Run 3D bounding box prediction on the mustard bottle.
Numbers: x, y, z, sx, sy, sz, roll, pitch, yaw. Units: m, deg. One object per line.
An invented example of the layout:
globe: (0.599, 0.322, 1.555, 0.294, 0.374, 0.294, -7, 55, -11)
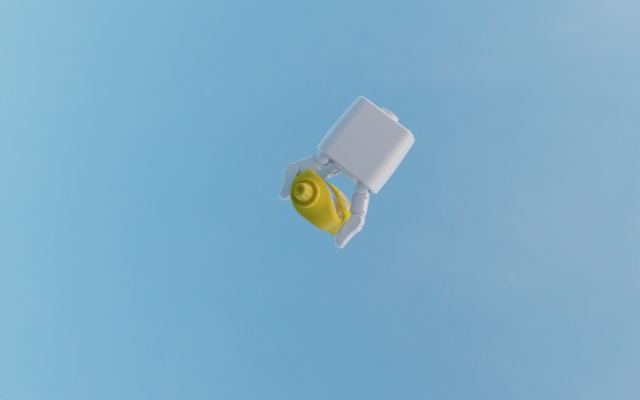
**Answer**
mustard bottle: (0.000, 0.003, 0.737, 0.058, 0.096, 0.192, -28, -18, 10)
